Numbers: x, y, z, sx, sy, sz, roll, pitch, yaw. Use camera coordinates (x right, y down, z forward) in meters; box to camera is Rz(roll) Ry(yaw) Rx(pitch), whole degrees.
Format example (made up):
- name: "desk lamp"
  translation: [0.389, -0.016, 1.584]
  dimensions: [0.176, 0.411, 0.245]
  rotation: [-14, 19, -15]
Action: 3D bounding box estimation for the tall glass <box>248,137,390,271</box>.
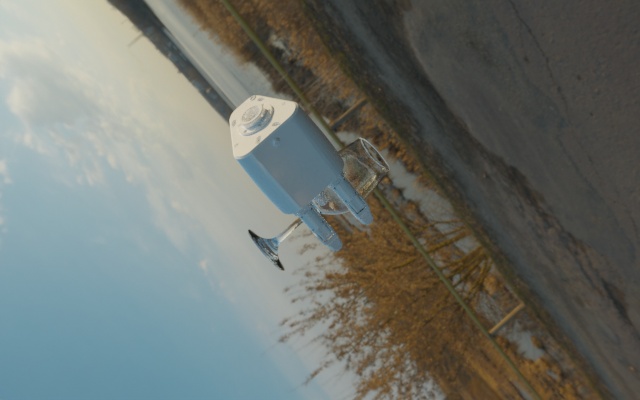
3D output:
- name: "tall glass"
  translation: [0.000, 0.003, 0.650]
  dimensions: [0.201, 0.079, 0.079]
  rotation: [-41, 1, -1]
